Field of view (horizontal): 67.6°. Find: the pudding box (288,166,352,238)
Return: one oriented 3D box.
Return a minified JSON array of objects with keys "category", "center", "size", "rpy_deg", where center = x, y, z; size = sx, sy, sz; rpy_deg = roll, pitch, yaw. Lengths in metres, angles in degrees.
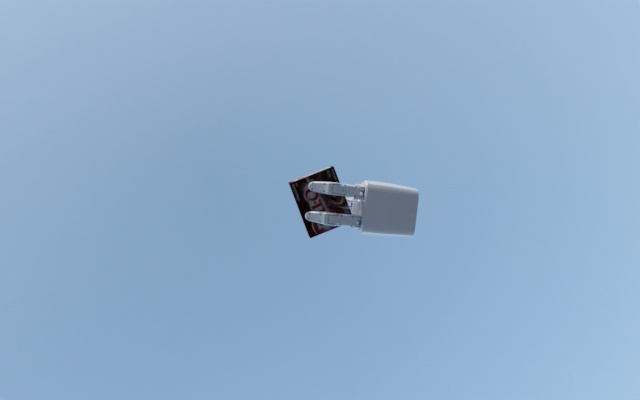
[{"category":"pudding box","center":[0.000,0.003,0.894],"size":[0.090,0.113,0.039],"rpy_deg":[-22,5,-7]}]
